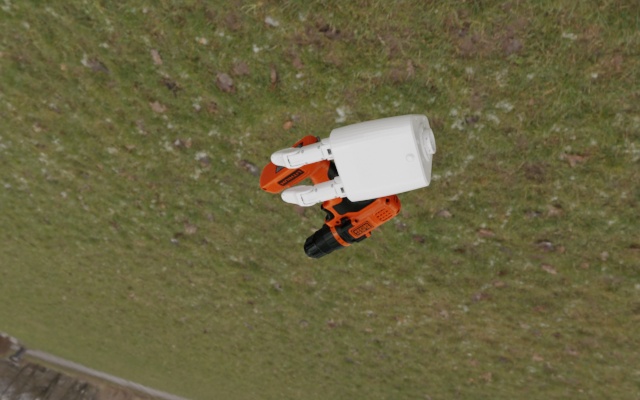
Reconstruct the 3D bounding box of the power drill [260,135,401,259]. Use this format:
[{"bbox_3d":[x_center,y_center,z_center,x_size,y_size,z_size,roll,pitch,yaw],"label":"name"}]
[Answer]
[{"bbox_3d":[0.000,0.002,0.724,0.184,0.057,0.188,-34,-56,26],"label":"power drill"}]
